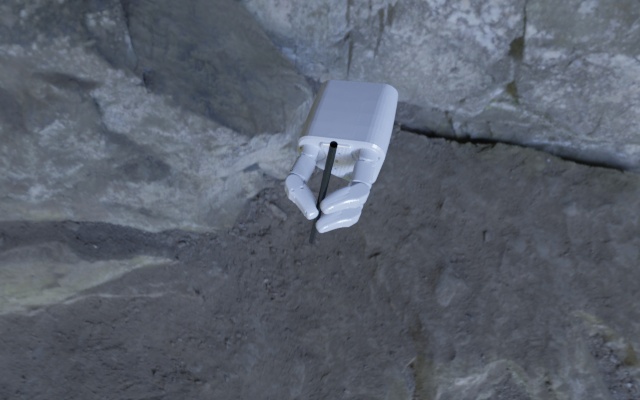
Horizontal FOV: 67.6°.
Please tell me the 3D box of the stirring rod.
[{"bbox_3d":[0.000,0.002,0.556,0.011,0.011,0.240,0,-27,-7],"label":"stirring rod"}]
